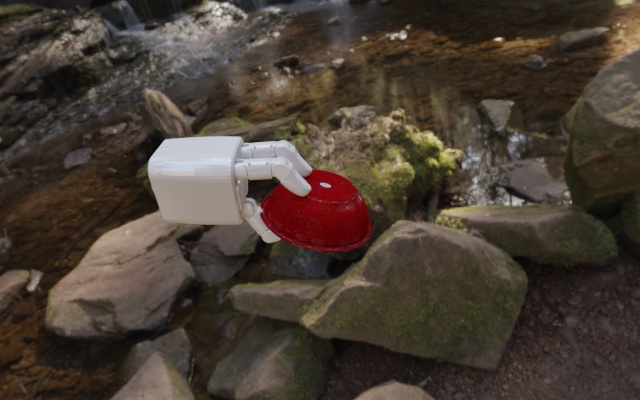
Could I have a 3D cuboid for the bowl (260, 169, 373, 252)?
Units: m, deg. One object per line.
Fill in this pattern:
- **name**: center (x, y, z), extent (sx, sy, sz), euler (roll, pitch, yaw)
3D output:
- **bowl**: center (0.001, 0.002, 0.659), extent (0.162, 0.055, 0.162), euler (10, 29, -6)
